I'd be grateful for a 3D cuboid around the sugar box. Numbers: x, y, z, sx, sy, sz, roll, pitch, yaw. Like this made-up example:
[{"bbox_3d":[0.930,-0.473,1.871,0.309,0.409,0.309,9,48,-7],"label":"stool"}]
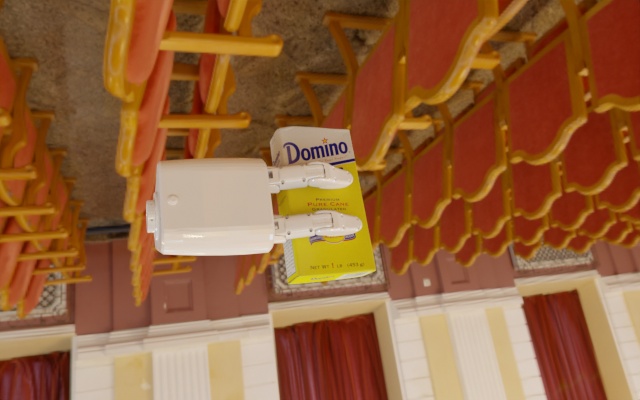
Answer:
[{"bbox_3d":[0.000,0.002,0.544,0.093,0.176,0.048,-2,-19,-23],"label":"sugar box"}]
